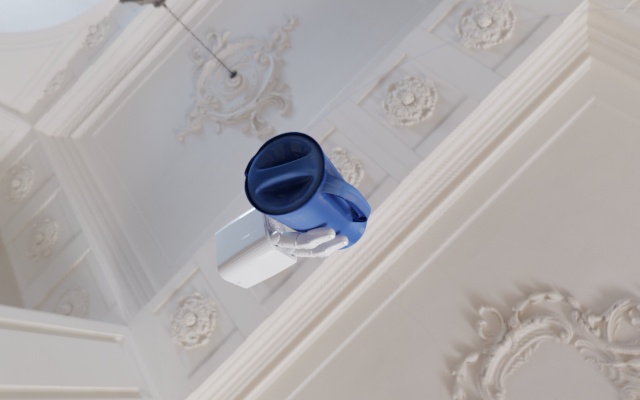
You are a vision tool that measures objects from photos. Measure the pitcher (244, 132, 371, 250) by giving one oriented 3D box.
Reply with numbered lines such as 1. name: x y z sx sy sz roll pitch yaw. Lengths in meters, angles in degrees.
1. pitcher: 0.000 0.003 0.783 0.145 0.149 0.243 -32 -31 10
